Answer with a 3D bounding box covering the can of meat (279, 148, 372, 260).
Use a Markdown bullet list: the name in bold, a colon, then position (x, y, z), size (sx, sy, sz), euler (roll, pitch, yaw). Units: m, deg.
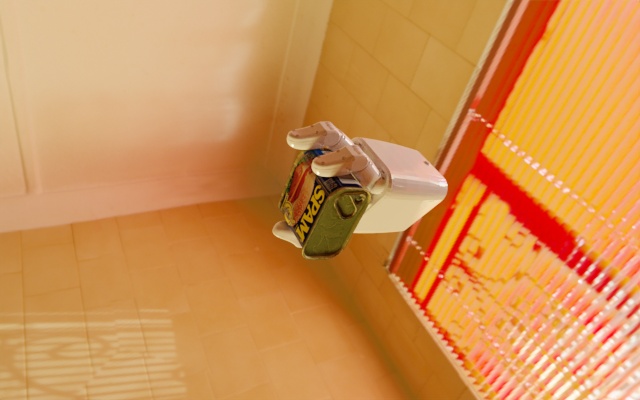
- **can of meat**: position (0.000, 0.002, 0.542), size (0.057, 0.102, 0.084), euler (2, 38, -35)
